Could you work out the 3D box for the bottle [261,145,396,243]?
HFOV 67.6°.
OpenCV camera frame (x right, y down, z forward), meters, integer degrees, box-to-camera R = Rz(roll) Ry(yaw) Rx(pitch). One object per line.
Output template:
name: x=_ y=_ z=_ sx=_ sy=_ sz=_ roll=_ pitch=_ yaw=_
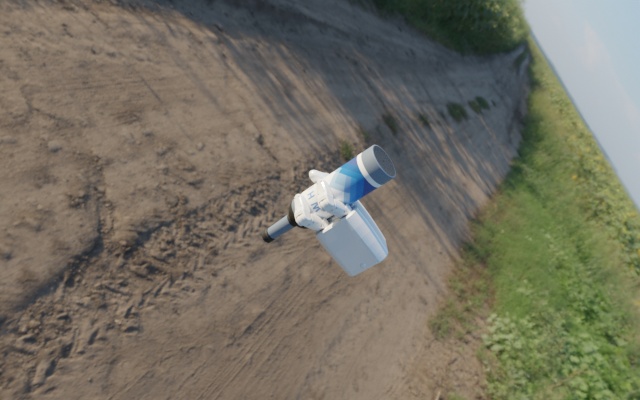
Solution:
bottle: x=0.000 y=0.003 z=0.885 sx=0.296 sy=0.069 sz=0.069 roll=-33 pitch=-17 yaw=28
